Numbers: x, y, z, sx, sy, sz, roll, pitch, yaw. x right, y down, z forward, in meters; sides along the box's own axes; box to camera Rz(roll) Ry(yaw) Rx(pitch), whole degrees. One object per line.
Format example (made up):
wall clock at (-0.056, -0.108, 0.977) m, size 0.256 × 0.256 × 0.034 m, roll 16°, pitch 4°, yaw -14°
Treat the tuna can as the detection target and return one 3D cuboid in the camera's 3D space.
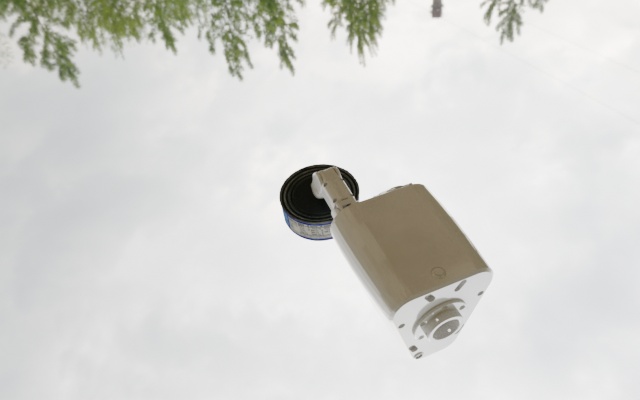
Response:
tuna can at (0.000, 0.002, 0.518) m, size 0.086 × 0.086 × 0.034 m, roll 0°, pitch -42°, yaw 7°
